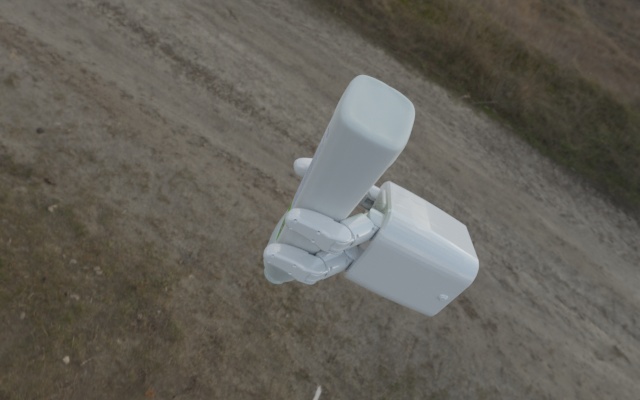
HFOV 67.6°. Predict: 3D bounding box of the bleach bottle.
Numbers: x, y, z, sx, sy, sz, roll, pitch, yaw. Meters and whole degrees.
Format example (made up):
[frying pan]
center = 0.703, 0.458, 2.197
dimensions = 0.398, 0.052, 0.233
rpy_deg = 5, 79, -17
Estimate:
[bleach bottle]
center = 0.000, 0.002, 0.490
dimensions = 0.068, 0.251, 0.102
rpy_deg = 29, 41, -4
